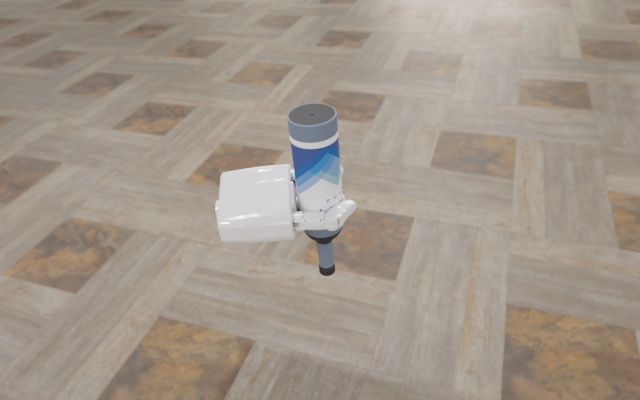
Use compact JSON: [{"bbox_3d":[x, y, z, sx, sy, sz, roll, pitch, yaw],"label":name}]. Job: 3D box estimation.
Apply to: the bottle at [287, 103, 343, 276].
[{"bbox_3d":[0.000,0.002,0.720,0.069,0.296,0.069,-4,38,3],"label":"bottle"}]
